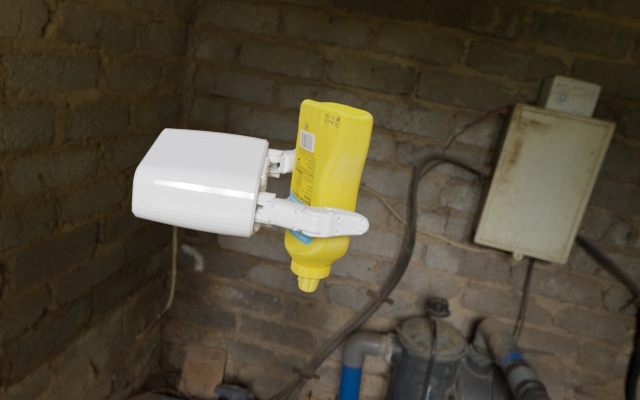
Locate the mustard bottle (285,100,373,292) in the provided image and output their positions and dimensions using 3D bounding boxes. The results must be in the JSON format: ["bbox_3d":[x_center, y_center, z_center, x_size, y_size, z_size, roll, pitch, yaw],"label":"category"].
[{"bbox_3d":[0.000,0.001,0.476,0.058,0.192,0.096,1,17,-28],"label":"mustard bottle"}]
